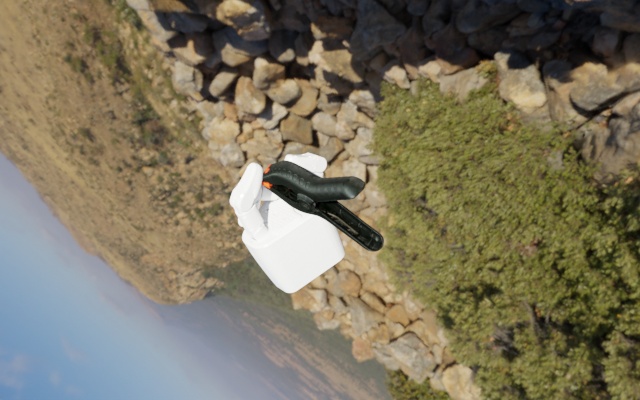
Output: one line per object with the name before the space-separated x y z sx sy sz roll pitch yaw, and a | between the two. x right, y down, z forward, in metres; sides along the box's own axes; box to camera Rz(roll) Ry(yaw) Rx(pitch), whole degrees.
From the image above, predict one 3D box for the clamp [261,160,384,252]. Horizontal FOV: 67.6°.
clamp | 0.000 0.002 0.559 0.171 0.120 0.039 21 57 42
